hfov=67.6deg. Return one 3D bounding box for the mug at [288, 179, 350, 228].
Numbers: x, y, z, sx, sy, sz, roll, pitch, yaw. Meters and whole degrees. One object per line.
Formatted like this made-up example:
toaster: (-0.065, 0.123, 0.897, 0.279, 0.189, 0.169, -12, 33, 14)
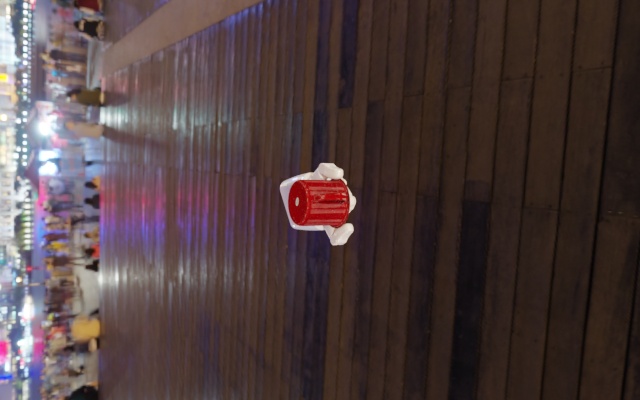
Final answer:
mug: (0.001, 0.003, 0.838, 0.081, 0.093, 0.117, 0, -6, -30)
